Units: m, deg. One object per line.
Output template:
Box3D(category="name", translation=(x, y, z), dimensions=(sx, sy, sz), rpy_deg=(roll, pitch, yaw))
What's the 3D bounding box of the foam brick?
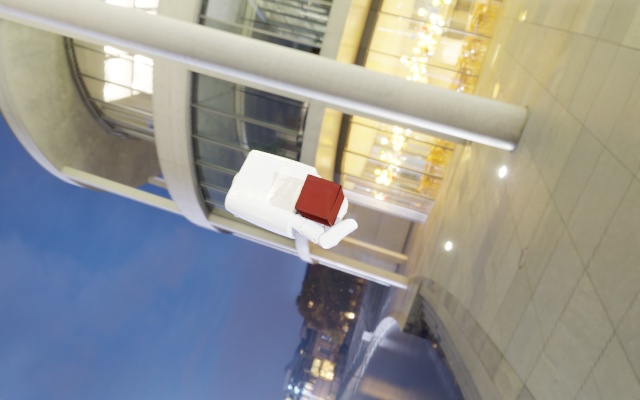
Box3D(category="foam brick", translation=(0.000, 0.002, 0.673), dimensions=(0.051, 0.053, 0.078), rpy_deg=(21, -9, 9))
